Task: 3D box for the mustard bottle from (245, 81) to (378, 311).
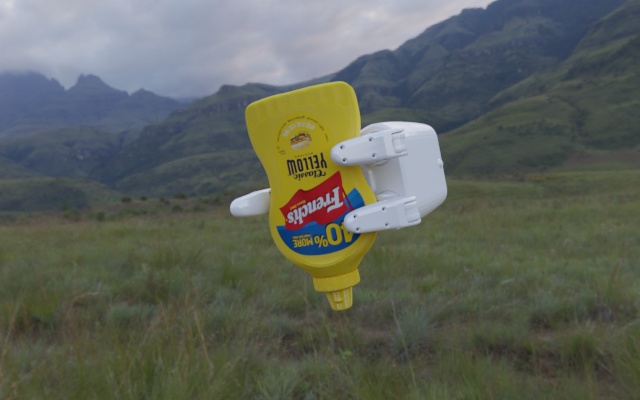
[{"bbox_3d":[0.000,0.001,0.418,0.096,0.191,0.058,-11,4,11],"label":"mustard bottle"}]
